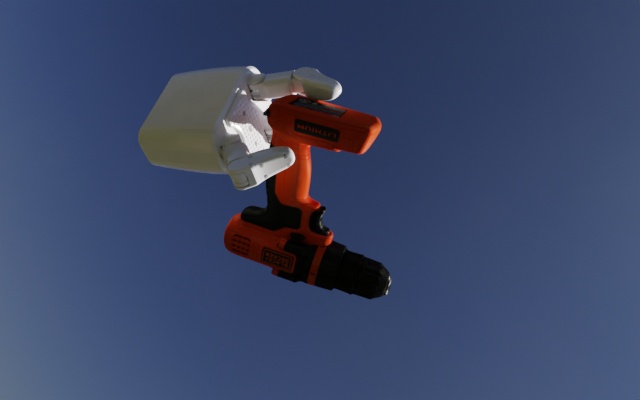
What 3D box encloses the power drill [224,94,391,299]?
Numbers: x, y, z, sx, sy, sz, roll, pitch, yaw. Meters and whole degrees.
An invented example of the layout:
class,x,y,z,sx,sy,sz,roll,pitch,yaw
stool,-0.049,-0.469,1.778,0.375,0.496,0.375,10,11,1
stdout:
class,x,y,z,sx,sy,sz,roll,pitch,yaw
power drill,0.000,0.001,0.477,0.184,0.188,0.057,17,24,7
